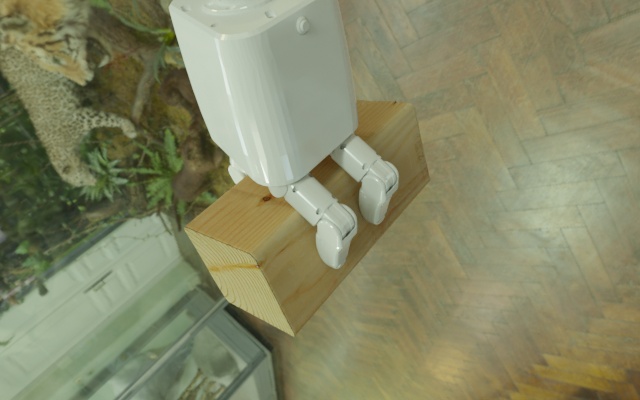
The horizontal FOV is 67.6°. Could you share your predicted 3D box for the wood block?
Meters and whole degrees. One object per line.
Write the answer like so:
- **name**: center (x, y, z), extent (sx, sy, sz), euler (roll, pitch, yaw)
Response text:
- **wood block**: center (0.000, 0.001, 0.420), extent (0.091, 0.090, 0.206), euler (14, 47, 42)
